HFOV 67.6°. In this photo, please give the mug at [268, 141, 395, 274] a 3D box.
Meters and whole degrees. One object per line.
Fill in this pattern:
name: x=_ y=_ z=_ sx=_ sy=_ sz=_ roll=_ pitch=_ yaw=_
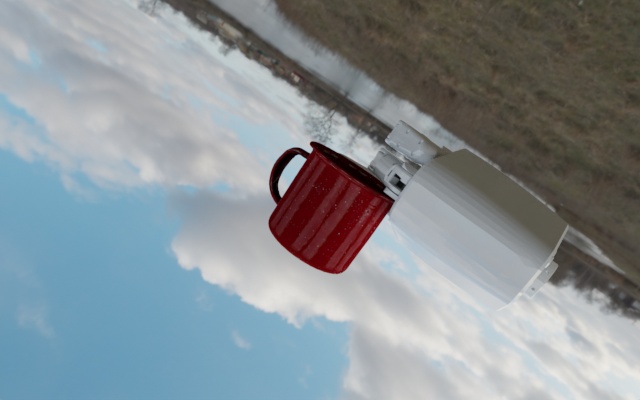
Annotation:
mug: x=-0.001 y=0.001 z=0.413 sx=0.117 sy=0.081 sz=0.093 roll=39 pitch=13 yaw=22
